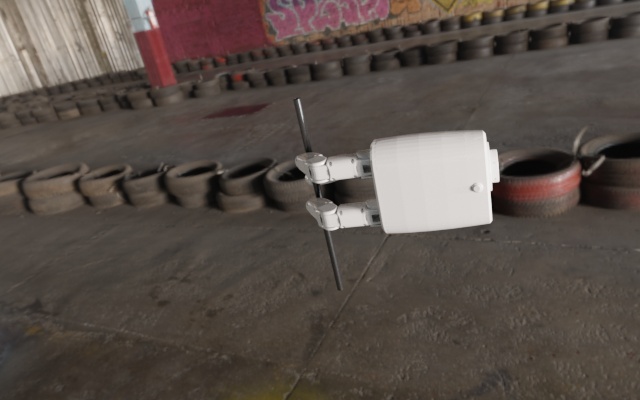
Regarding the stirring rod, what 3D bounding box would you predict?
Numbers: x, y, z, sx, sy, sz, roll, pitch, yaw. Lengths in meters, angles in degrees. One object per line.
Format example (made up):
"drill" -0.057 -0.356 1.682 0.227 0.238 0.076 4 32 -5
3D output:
"stirring rod" 0.000 0.002 0.545 0.011 0.240 0.011 -11 23 5
